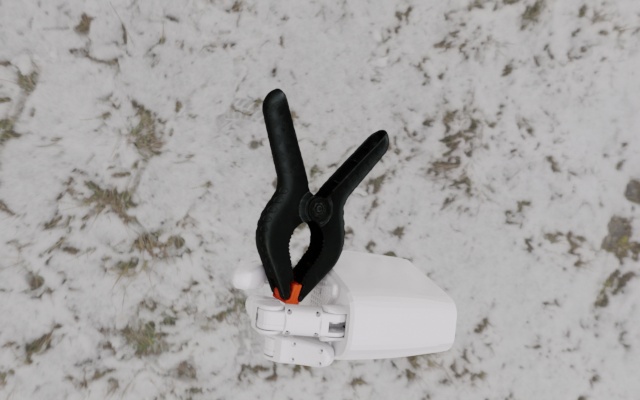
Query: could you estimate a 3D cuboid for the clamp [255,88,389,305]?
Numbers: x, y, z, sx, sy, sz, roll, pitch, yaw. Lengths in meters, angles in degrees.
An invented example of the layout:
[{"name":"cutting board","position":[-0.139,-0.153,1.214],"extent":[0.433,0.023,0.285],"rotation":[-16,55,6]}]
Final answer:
[{"name":"clamp","position":[0.000,0.002,0.402],"extent":[0.120,0.171,0.039],"rotation":[6,4,-23]}]
